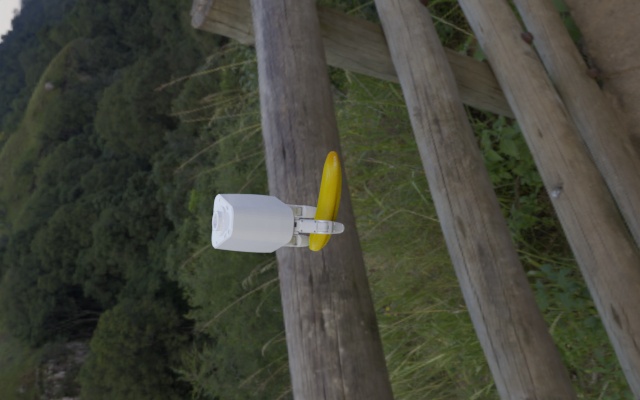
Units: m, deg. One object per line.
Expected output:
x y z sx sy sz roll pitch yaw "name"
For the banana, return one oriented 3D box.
0.006 0.013 0.851 0.037 0.198 0.069 5 22 -26 "banana"
